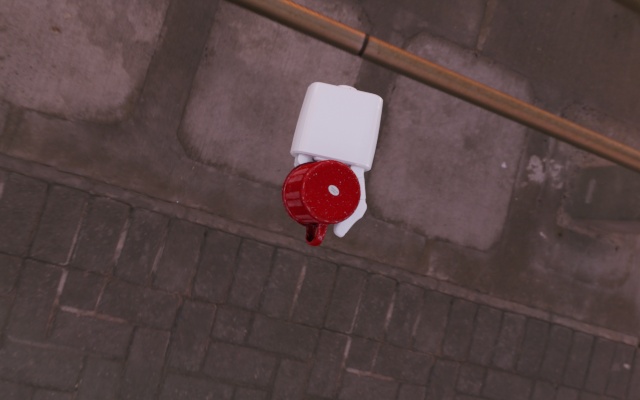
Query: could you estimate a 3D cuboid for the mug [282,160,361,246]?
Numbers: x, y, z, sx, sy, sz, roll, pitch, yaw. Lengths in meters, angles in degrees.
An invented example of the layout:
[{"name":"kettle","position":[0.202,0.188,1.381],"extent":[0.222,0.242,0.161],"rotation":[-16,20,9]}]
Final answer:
[{"name":"mug","position":[0.000,0.003,0.628],"extent":[0.093,0.117,0.081],"rotation":[14,-6,-16]}]
